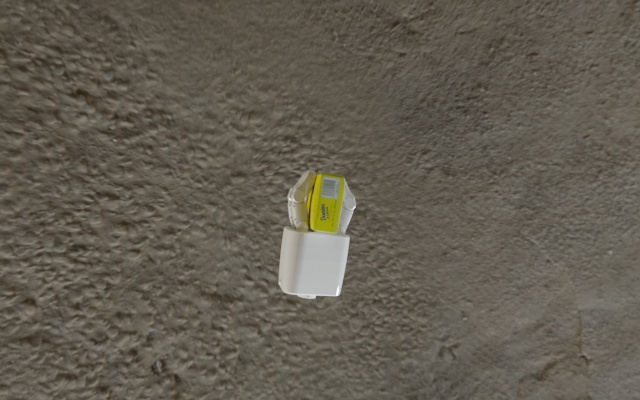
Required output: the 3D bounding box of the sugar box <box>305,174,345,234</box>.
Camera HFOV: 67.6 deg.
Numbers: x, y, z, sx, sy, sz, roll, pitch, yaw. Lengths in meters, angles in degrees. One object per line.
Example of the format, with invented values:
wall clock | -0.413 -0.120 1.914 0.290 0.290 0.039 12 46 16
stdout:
sugar box | 0.000 0.003 0.833 0.048 0.093 0.176 9 -1 -11
